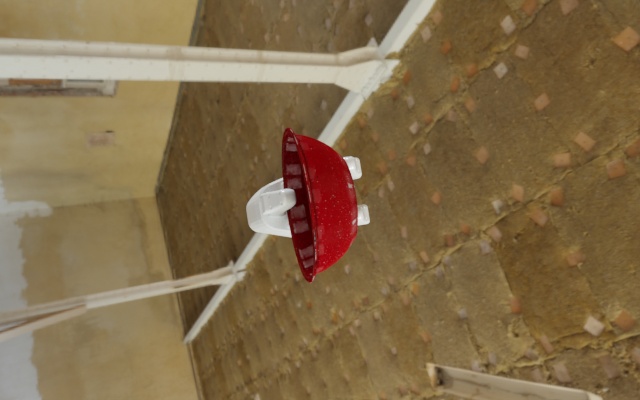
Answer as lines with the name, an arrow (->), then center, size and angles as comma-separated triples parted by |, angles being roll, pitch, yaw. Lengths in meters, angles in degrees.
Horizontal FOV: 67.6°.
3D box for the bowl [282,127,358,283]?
bowl -> 0.001, 0.002, 0.500 | 0.055, 0.162, 0.162 | -8, 1, -11
